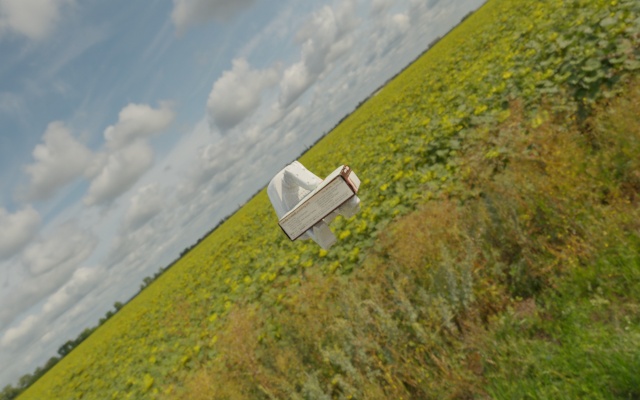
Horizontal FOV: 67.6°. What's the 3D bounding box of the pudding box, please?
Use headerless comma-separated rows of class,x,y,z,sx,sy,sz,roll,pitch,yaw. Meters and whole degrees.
pudding box,0.000,0.002,0.662,0.113,0.039,0.090,-39,5,14
